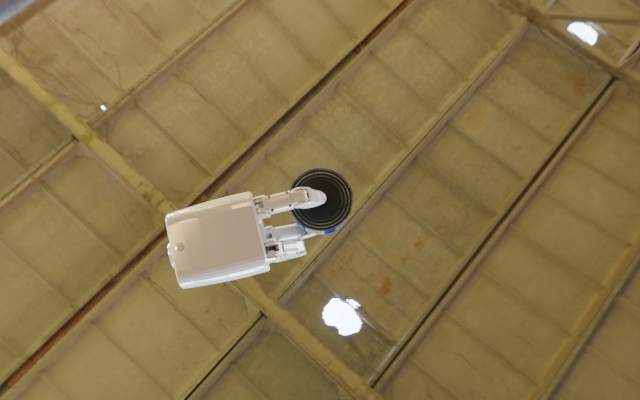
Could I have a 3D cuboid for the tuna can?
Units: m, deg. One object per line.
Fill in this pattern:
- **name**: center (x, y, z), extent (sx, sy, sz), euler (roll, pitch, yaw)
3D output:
- **tuna can**: center (0.000, 0.002, 0.642), extent (0.086, 0.086, 0.034), euler (0, -14, -1)
